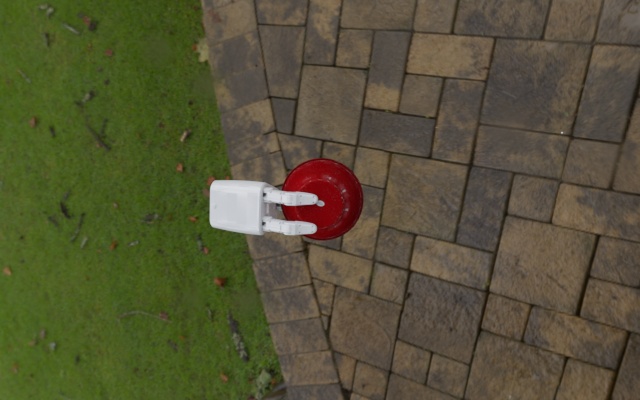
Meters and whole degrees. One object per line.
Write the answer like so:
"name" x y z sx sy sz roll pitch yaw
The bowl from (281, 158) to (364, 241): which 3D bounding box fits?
"bowl" 0.001 0.003 0.896 0.162 0.162 0.055 0 9 5
